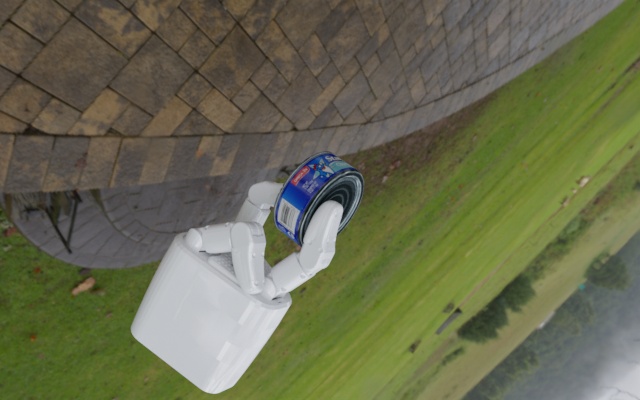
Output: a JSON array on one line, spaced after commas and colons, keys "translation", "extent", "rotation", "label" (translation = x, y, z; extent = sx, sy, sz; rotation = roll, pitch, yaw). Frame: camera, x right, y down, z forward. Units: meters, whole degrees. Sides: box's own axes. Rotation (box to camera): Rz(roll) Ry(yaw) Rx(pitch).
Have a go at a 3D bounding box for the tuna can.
[{"translation": [0.001, 0.002, 0.428], "extent": [0.033, 0.086, 0.086], "rotation": [36, 19, 28], "label": "tuna can"}]
